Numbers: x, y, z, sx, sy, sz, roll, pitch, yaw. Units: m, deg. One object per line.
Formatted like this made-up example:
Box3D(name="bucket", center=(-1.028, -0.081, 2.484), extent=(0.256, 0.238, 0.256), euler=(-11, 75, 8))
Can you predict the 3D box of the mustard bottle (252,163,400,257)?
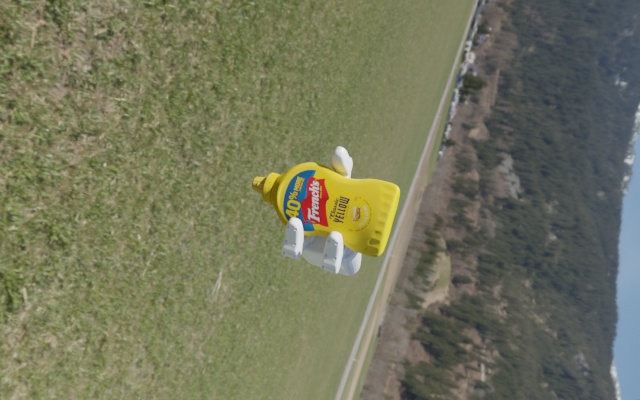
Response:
Box3D(name="mustard bottle", center=(0.000, 0.002, 0.625), extent=(0.191, 0.096, 0.058), euler=(16, 6, 14))
